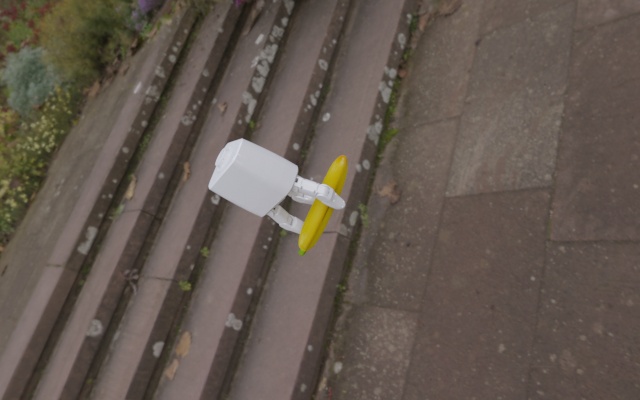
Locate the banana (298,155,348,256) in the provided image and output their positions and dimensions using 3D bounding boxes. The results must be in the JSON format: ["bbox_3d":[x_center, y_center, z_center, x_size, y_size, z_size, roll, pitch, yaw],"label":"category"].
[{"bbox_3d":[0.003,0.007,0.839,0.037,0.198,0.069,26,-2,-14],"label":"banana"}]
